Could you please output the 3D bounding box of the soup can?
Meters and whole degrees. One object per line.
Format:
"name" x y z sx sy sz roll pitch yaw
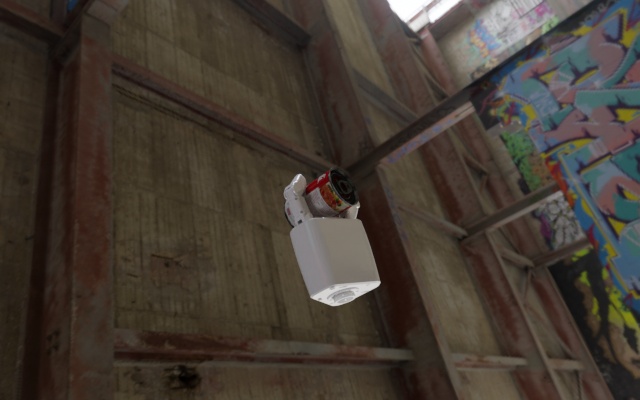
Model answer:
"soup can" 0.000 0.002 0.755 0.102 0.068 0.068 -34 -18 28
